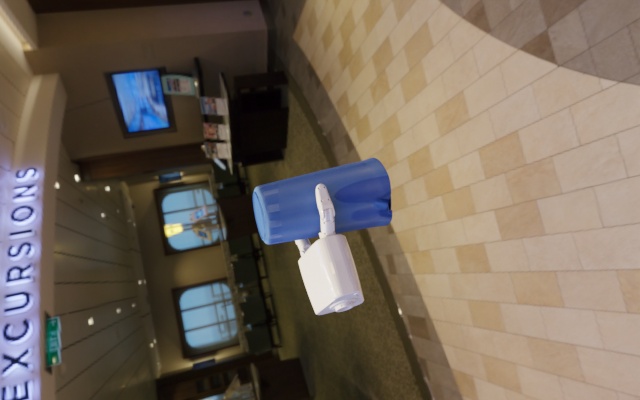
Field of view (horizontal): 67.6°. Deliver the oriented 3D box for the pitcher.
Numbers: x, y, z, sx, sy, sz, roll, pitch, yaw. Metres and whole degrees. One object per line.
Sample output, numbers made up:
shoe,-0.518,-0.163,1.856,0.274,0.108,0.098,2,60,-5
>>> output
pitcher,0.000,0.003,0.895,0.243,0.145,0.149,-11,-24,-16
